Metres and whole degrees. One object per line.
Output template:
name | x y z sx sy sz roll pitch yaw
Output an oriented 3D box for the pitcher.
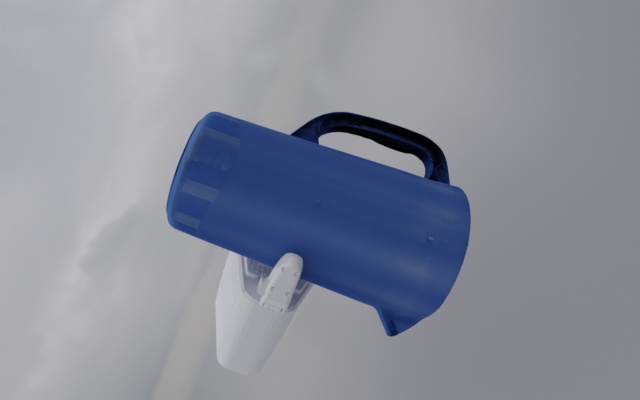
pitcher | 0.000 0.002 0.431 0.243 0.145 0.149 20 31 -8
